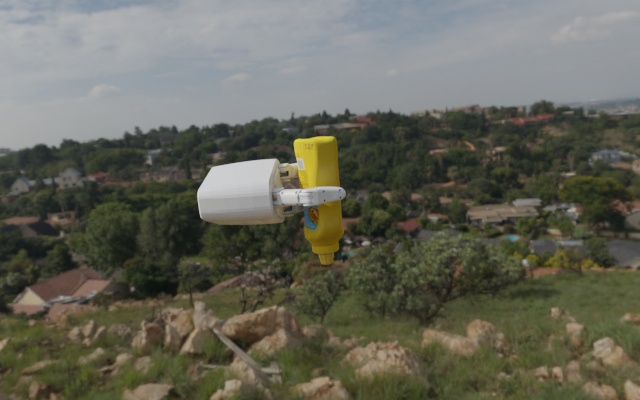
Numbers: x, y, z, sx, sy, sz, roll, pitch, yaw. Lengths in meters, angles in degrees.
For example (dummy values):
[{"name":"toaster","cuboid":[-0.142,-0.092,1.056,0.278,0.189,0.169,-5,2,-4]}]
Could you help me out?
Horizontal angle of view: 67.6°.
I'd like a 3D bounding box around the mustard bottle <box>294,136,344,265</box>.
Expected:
[{"name":"mustard bottle","cuboid":[0.000,0.002,0.713,0.058,0.191,0.096,-9,10,-19]}]
